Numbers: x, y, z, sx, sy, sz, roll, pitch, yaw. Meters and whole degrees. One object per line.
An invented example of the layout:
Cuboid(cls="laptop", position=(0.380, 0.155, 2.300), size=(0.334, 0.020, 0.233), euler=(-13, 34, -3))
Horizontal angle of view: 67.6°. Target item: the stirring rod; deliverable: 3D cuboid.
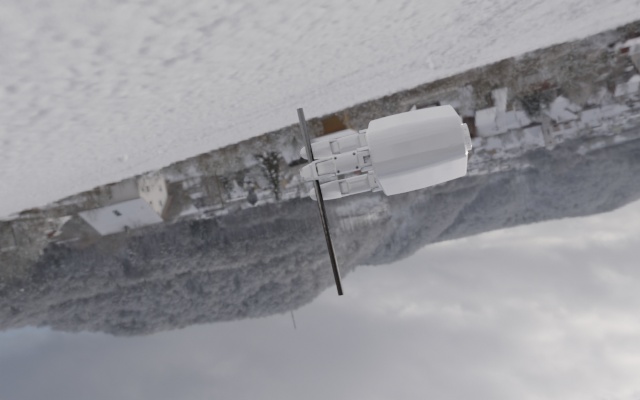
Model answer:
Cuboid(cls="stirring rod", position=(0.000, 0.002, 0.602), size=(0.011, 0.239, 0.011), euler=(-13, 1, 0))
